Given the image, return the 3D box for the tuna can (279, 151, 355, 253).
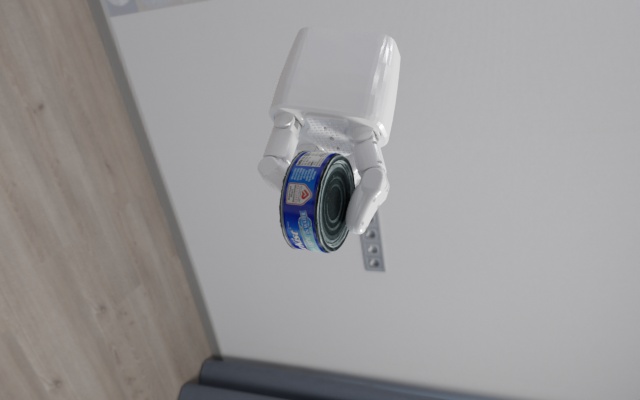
[{"bbox_3d":[0.001,0.001,0.405,0.034,0.086,0.086,6,2,24],"label":"tuna can"}]
